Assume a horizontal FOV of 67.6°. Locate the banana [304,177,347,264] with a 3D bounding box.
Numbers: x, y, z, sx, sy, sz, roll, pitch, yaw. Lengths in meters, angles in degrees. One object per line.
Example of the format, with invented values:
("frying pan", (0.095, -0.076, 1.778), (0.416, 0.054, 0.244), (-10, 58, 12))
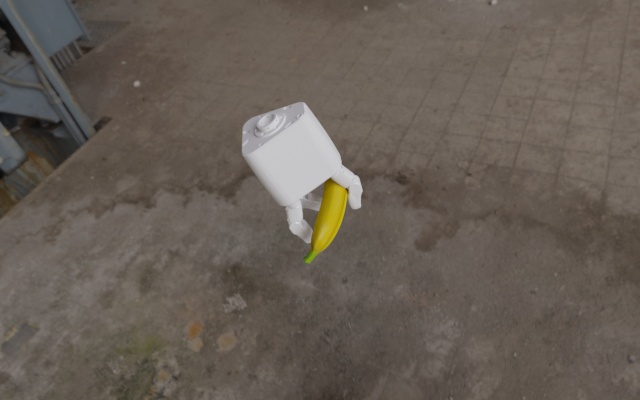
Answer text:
("banana", (0.012, 0.000, 0.748), (0.069, 0.197, 0.037), (-22, -48, 42))
